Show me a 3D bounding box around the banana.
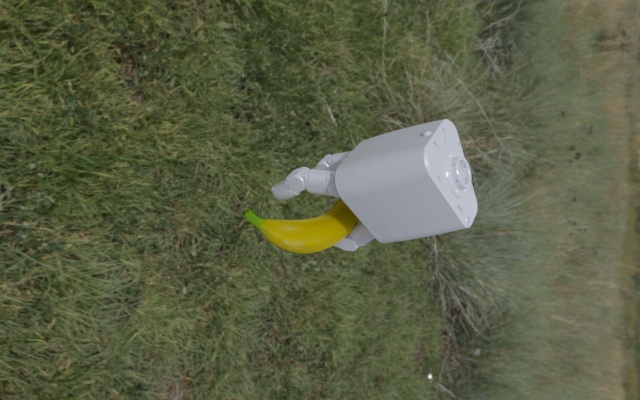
[{"bbox_3d":[0.004,0.020,0.556,0.037,0.069,0.198,-25,-6,42],"label":"banana"}]
